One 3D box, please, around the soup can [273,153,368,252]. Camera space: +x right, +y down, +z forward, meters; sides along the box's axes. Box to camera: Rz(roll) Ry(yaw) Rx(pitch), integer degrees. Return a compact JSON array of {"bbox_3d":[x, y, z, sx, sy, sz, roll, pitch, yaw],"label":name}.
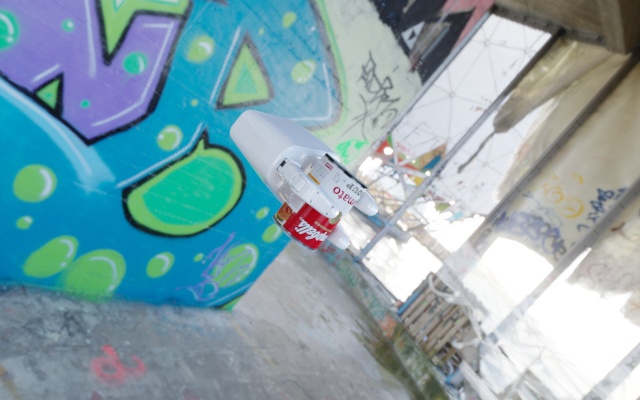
[{"bbox_3d":[0.001,0.002,0.579,0.068,0.102,0.068,39,7,-5],"label":"soup can"}]
